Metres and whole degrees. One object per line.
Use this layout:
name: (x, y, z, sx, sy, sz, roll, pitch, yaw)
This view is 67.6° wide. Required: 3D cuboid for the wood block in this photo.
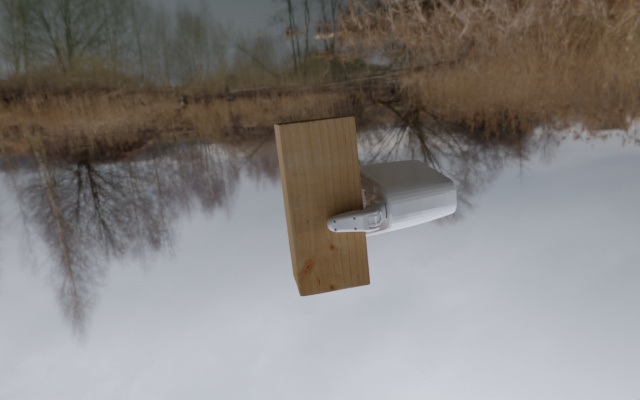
wood block: (0.001, 0.002, 0.601, 0.090, 0.206, 0.091, -8, 10, -9)
